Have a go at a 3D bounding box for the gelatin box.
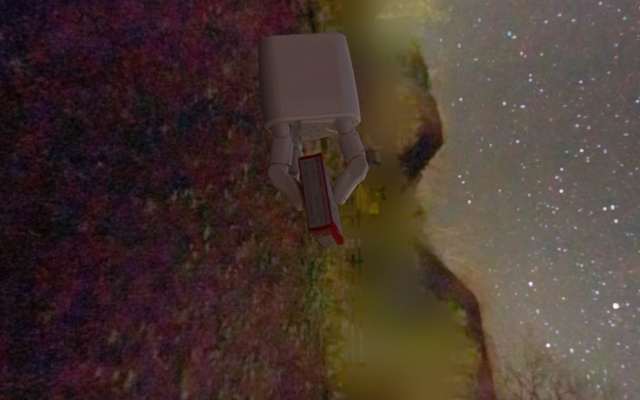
[{"bbox_3d":[0.001,0.002,0.542,0.030,0.089,0.073,-13,-22,7],"label":"gelatin box"}]
